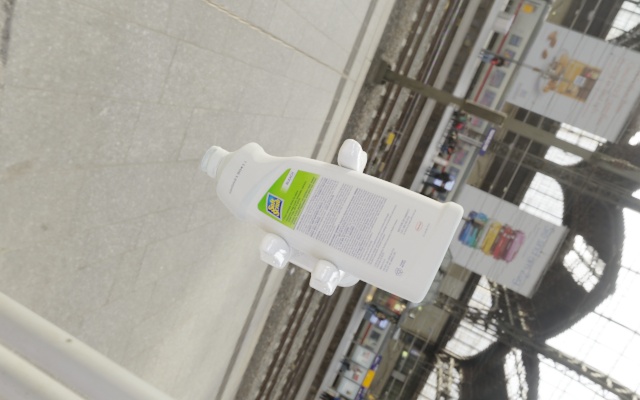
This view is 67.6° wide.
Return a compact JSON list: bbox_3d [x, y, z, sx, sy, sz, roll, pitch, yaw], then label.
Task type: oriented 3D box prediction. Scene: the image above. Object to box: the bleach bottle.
[{"bbox_3d":[0.000,0.002,0.466,0.251,0.102,0.068,25,-9,12],"label":"bleach bottle"}]
